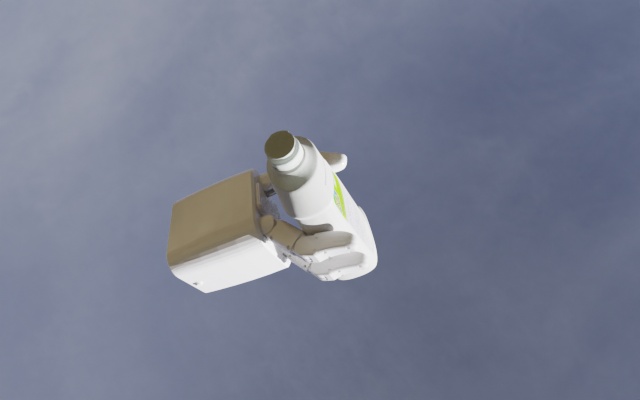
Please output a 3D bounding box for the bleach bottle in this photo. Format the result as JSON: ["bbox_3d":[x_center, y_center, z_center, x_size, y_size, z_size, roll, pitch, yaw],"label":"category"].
[{"bbox_3d":[0.000,0.002,0.512,0.068,0.102,0.251,-21,-31,8],"label":"bleach bottle"}]
